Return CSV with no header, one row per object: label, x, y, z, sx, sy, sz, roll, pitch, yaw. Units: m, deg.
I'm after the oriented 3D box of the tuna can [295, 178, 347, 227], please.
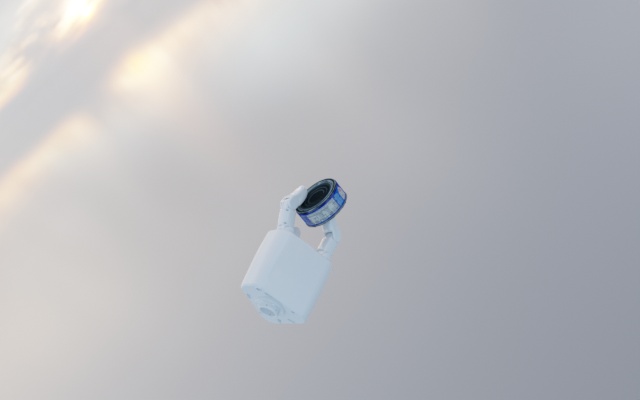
tuna can,0.000,0.002,0.797,0.086,0.034,0.086,-31,26,17
